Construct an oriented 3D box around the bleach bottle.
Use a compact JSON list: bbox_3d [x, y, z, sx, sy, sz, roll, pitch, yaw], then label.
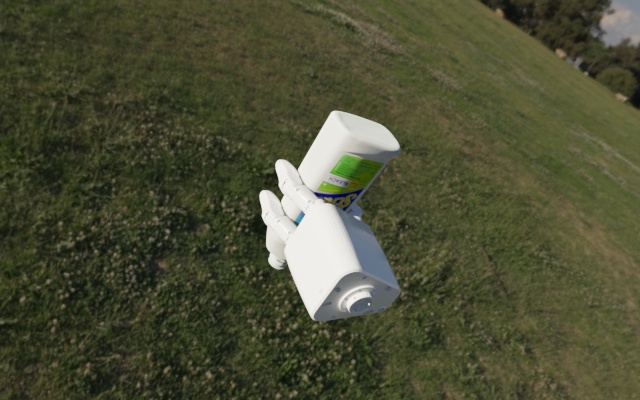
[{"bbox_3d":[0.000,0.002,0.661,0.102,0.251,0.068,11,35,-32],"label":"bleach bottle"}]
